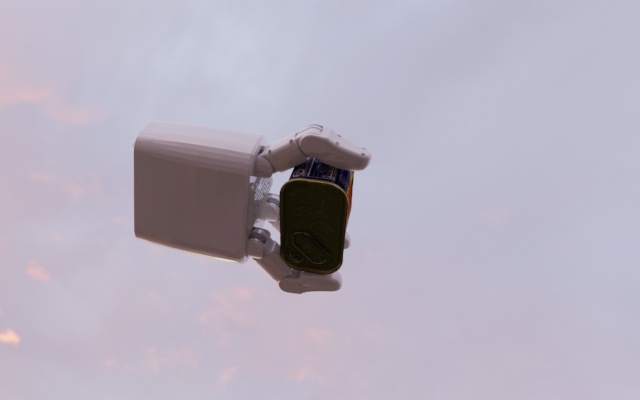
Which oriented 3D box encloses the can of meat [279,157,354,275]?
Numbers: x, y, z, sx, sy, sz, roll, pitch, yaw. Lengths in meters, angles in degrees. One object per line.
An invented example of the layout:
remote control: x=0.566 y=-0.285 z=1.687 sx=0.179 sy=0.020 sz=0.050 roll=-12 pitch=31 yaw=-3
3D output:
can of meat: x=0.000 y=0.001 z=0.438 sx=0.057 sy=0.102 sz=0.084 roll=8 pitch=37 yaw=7
